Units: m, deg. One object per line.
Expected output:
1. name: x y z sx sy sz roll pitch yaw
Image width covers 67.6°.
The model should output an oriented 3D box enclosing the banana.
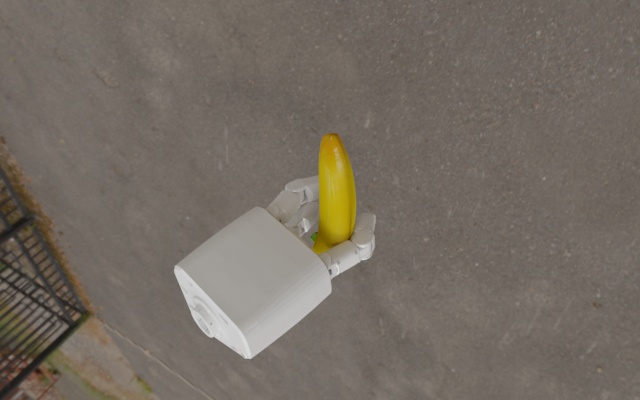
1. banana: 0.010 0.017 0.508 0.037 0.069 0.198 -24 -29 -23
